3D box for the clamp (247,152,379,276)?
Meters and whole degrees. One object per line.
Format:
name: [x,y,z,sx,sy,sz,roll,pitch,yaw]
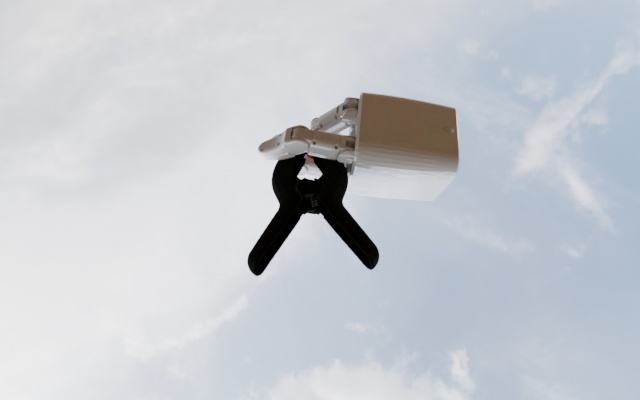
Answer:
clamp: [0.000,0.002,0.479,0.120,0.171,0.039,7,-33,0]
